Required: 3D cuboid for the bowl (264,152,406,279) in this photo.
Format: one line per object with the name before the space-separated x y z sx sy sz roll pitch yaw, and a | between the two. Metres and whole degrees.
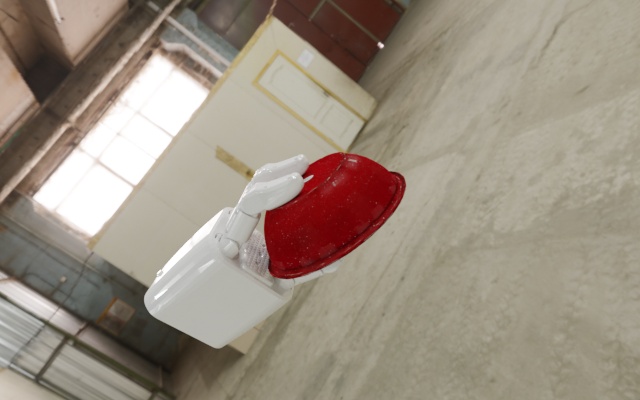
bowl | 0.001 0.000 0.465 0.162 0.055 0.162 -32 17 11
